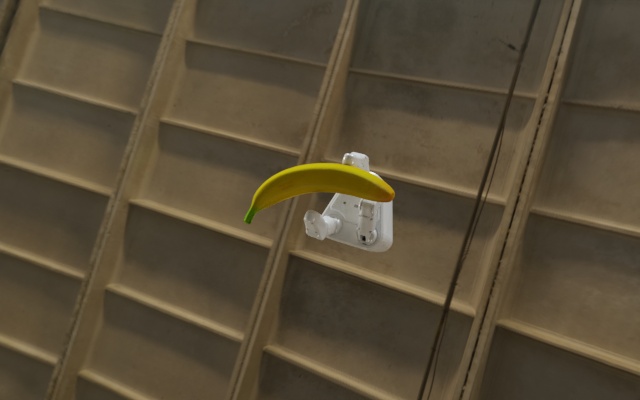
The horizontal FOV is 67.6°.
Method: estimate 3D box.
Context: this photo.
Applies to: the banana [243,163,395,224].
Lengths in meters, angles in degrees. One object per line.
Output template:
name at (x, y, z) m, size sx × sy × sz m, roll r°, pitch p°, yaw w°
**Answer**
banana at (-0.005, -0.015, 0.612) m, size 0.198 × 0.069 × 0.037 m, roll -10°, pitch -14°, yaw 16°
